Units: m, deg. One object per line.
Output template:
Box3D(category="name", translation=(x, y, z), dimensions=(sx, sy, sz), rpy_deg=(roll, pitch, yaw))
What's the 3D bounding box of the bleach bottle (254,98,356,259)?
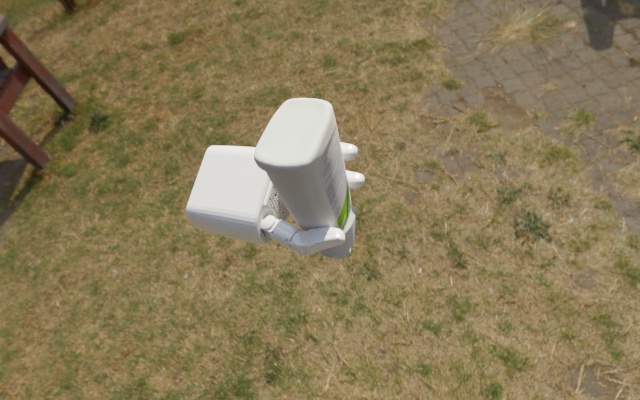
Box3D(category="bleach bottle", translation=(0.000, 0.002, 0.577), dimensions=(0.068, 0.102, 0.251), rpy_deg=(9, -34, 21))
